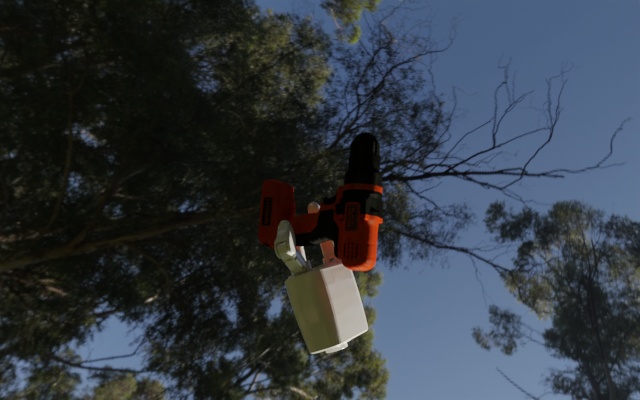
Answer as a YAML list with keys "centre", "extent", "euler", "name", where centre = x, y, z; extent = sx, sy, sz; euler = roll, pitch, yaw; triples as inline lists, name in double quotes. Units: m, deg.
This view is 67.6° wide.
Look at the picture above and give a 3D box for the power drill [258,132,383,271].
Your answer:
- centre: [0.000, 0.002, 0.671]
  extent: [0.187, 0.184, 0.057]
  euler: [-3, -13, 37]
  name: "power drill"
